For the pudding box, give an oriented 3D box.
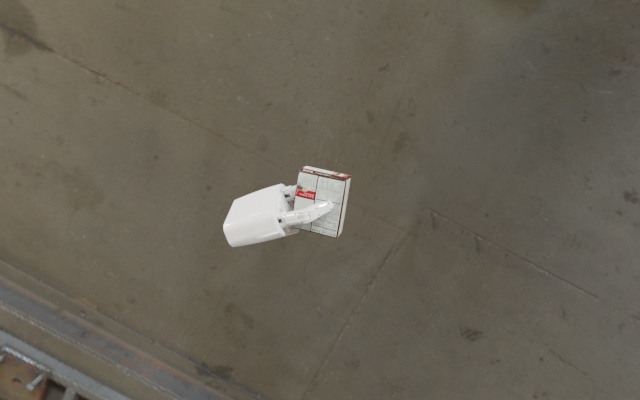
[{"bbox_3d":[0.000,0.003,0.846,0.090,0.113,0.039,13,21,11],"label":"pudding box"}]
